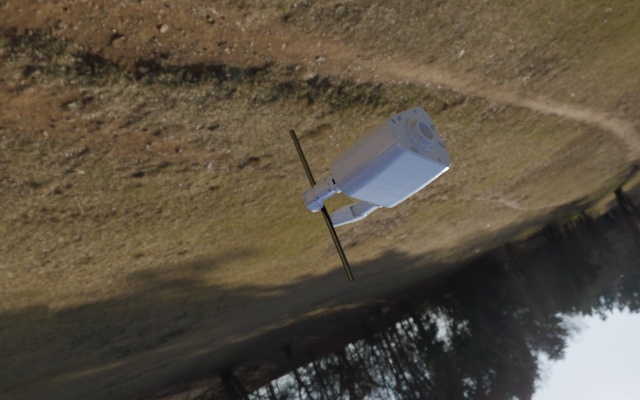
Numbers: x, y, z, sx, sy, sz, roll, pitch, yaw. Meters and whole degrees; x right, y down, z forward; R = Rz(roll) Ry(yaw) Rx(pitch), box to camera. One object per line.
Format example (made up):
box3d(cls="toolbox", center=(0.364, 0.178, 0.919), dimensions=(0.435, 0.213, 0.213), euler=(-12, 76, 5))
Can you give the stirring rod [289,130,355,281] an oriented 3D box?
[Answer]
box3d(cls="stirring rod", center=(0.000, 0.002, 0.685), dimensions=(0.011, 0.239, 0.011), euler=(-20, -16, -6))
